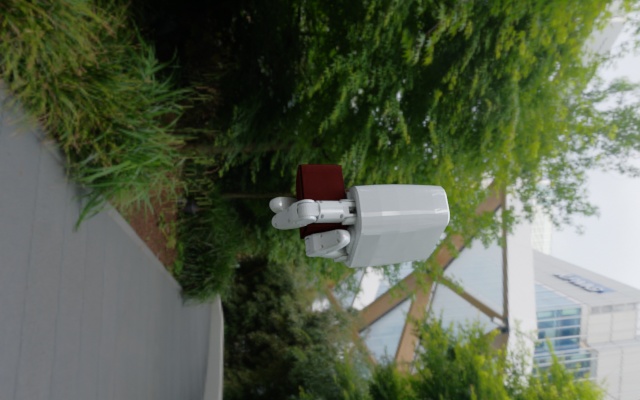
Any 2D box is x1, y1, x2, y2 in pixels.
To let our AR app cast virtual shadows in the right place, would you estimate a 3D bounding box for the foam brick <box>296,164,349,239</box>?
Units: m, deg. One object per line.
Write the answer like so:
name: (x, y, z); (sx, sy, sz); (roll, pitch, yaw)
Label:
foam brick: (0.000, 0.002, 0.565); (0.051, 0.078, 0.053); (-3, -18, -9)
